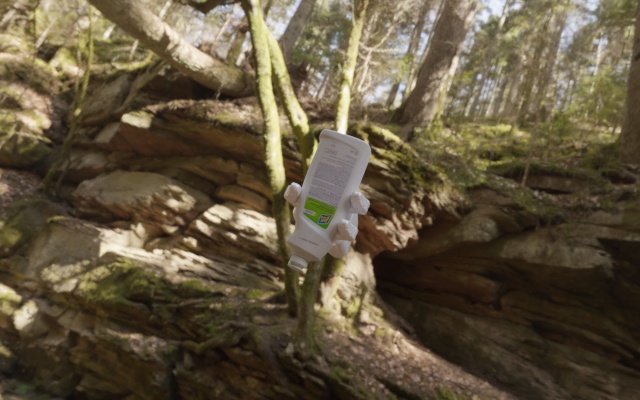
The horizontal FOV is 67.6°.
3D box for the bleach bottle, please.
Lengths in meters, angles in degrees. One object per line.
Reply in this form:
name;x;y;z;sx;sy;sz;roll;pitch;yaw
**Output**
bleach bottle;0.000;0.003;0.836;0.102;0.250;0.068;20;-18;15
